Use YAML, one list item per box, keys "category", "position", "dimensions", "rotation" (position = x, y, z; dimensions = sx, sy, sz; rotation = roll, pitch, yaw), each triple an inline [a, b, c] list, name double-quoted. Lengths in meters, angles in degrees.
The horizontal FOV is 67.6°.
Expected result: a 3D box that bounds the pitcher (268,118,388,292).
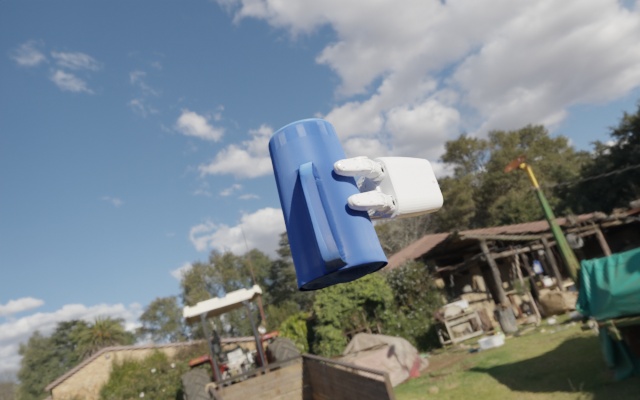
- category: "pitcher"
  position: [0.000, 0.002, 0.704]
  dimensions: [0.145, 0.242, 0.149]
  rotation: [-4, -22, -37]
